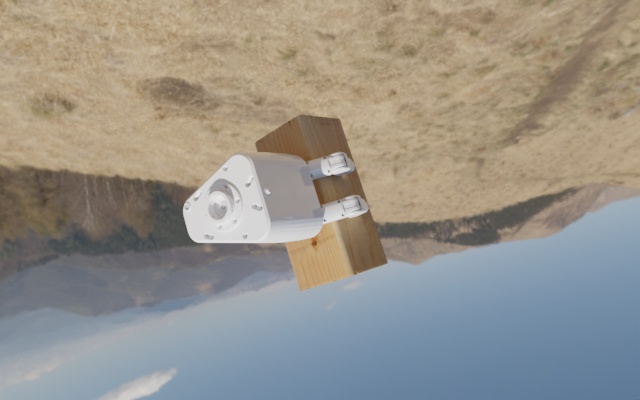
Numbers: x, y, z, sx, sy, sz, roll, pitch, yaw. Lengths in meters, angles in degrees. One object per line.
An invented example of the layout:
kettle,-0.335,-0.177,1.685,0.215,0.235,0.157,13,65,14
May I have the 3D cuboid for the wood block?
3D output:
wood block,0.000,0.002,0.630,0.091,0.206,0.090,-24,-10,37
